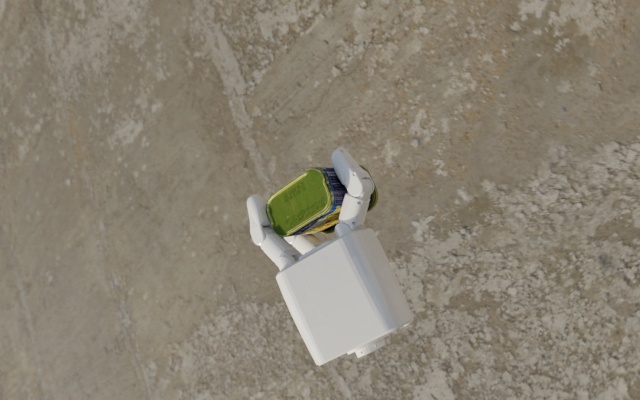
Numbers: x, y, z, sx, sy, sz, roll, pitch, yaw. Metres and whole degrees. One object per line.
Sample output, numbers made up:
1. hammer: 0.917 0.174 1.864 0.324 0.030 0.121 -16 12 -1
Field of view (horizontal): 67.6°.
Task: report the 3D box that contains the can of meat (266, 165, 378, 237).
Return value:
1. can of meat: 0.000 0.002 0.546 0.102 0.057 0.084 -33 -18 36
